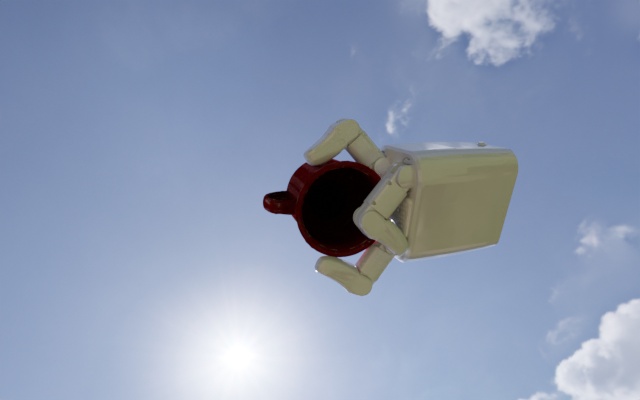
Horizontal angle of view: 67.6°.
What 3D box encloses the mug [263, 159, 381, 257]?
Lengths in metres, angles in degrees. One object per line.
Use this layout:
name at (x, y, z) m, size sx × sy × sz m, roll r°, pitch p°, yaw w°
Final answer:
mug at (-0.001, 0.002, 0.481) m, size 0.117 × 0.093 × 0.081 m, roll -4°, pitch 13°, yaw -15°
